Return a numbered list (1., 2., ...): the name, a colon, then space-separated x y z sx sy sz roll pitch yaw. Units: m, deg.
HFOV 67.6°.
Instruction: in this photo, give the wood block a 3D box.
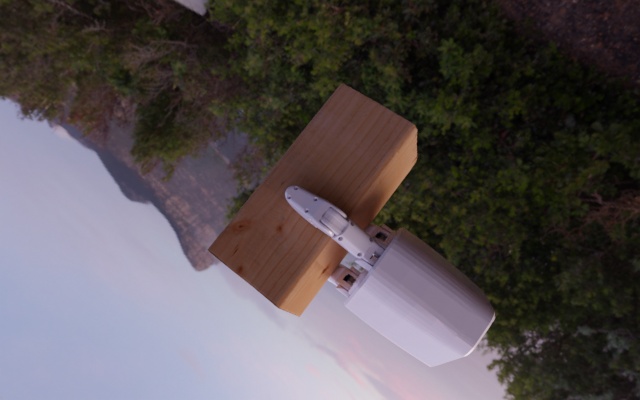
1. wood block: 0.000 0.002 0.476 0.090 0.206 0.091 35 -9 19
